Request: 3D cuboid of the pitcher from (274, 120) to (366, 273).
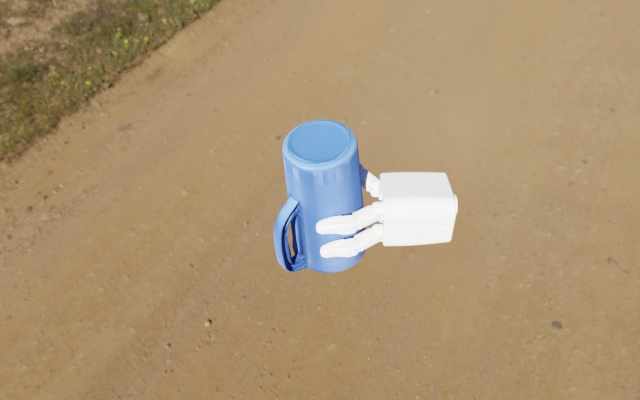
[{"bbox_3d":[0.000,0.002,0.756,0.145,0.149,0.243,0,-42,6],"label":"pitcher"}]
